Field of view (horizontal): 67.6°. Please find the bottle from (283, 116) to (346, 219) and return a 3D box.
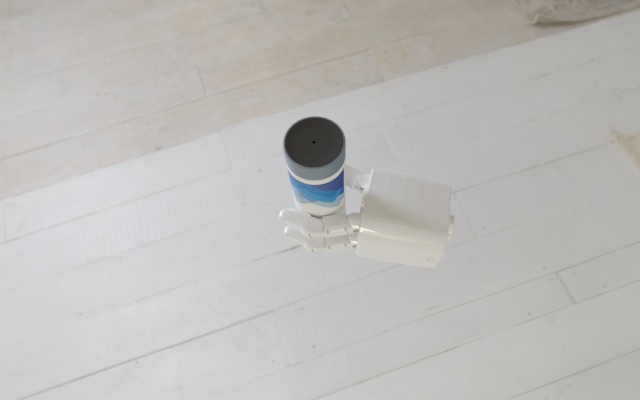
[{"bbox_3d":[0.000,0.002,0.631,0.069,0.069,0.296,0,-25,3],"label":"bottle"}]
